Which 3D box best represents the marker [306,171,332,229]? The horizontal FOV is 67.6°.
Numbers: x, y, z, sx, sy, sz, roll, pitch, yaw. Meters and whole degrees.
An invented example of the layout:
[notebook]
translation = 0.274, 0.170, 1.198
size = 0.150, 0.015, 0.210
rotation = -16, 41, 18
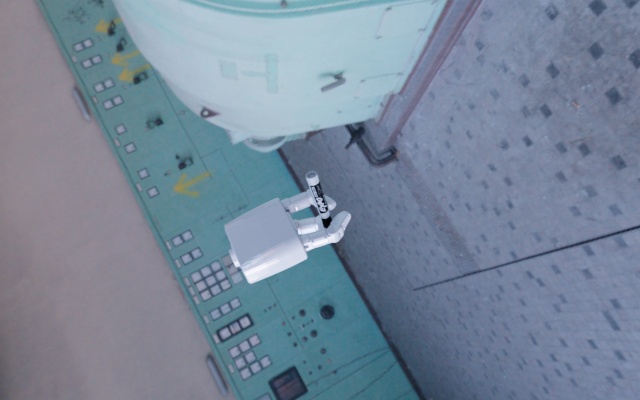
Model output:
[marker]
translation = 0.000, 0.003, 0.780
size = 0.020, 0.121, 0.020
rotation = -10, 43, 10
